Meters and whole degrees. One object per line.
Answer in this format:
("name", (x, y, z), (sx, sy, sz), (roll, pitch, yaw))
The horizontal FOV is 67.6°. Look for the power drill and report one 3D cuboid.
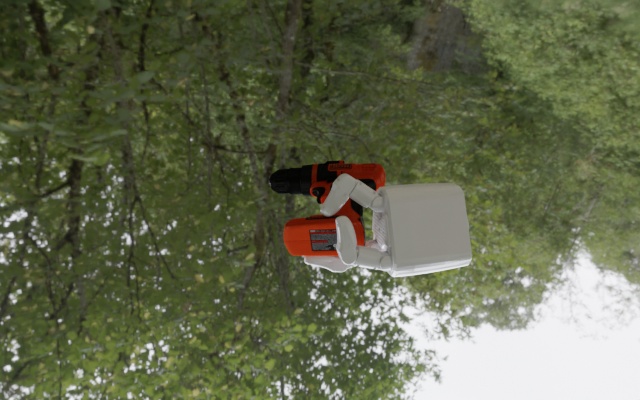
("power drill", (0.000, 0.003, 0.693), (0.184, 0.057, 0.187), (-3, 33, 11))
